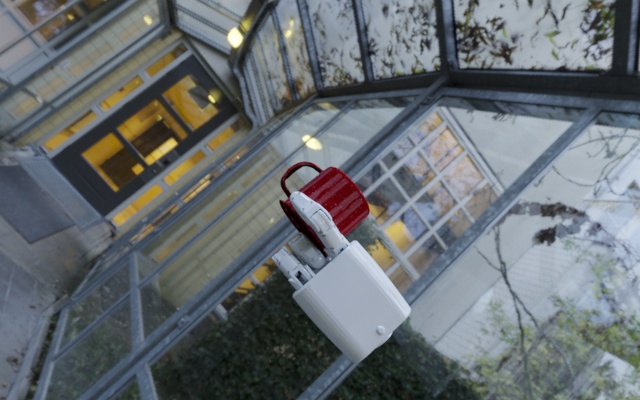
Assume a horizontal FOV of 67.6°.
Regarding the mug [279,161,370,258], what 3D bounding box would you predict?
[{"bbox_3d":[-0.001,0.001,0.606,0.081,0.117,0.093,-39,-3,-11],"label":"mug"}]
